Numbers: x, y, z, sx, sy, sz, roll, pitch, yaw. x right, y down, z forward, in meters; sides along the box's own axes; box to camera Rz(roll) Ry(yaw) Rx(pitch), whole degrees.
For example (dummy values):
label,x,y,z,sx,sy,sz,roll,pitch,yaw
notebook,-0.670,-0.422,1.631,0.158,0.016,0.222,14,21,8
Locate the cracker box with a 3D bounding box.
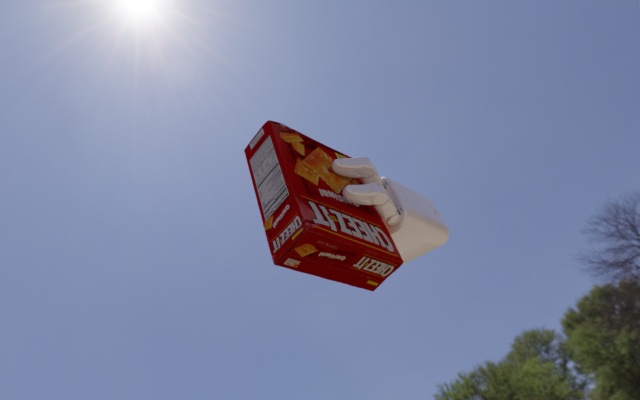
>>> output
label,x,y,z,sx,sy,sz,roll,pitch,yaw
cracker box,0.000,0.002,0.633,0.164,0.072,0.213,21,32,-36
